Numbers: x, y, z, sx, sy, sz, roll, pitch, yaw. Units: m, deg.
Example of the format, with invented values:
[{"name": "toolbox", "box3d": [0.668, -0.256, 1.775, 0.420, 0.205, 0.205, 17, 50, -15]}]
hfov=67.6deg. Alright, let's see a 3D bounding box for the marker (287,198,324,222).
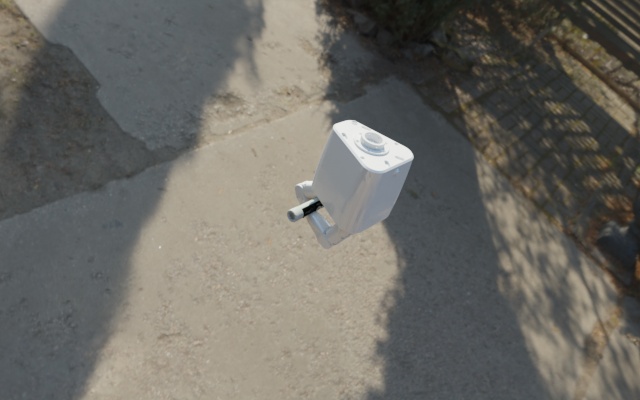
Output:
[{"name": "marker", "box3d": [0.000, 0.002, 0.707, 0.020, 0.020, 0.121, 0, 19, 46]}]
